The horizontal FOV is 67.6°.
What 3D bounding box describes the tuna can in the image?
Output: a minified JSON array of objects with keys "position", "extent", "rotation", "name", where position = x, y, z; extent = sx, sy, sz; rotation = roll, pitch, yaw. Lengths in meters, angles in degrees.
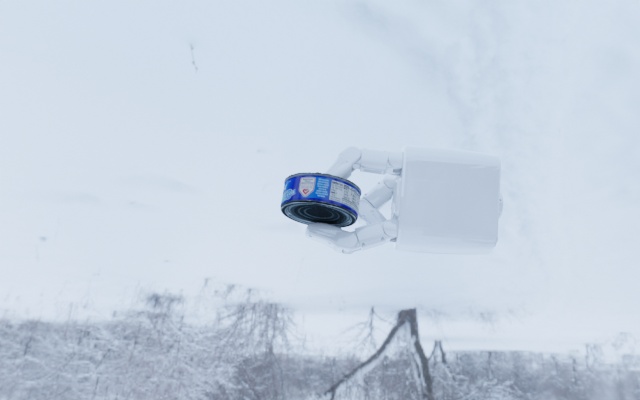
[{"position":[0.000,0.002,0.519],"extent":[0.086,0.033,0.086],"rotation":[8,-20,3],"name":"tuna can"}]
